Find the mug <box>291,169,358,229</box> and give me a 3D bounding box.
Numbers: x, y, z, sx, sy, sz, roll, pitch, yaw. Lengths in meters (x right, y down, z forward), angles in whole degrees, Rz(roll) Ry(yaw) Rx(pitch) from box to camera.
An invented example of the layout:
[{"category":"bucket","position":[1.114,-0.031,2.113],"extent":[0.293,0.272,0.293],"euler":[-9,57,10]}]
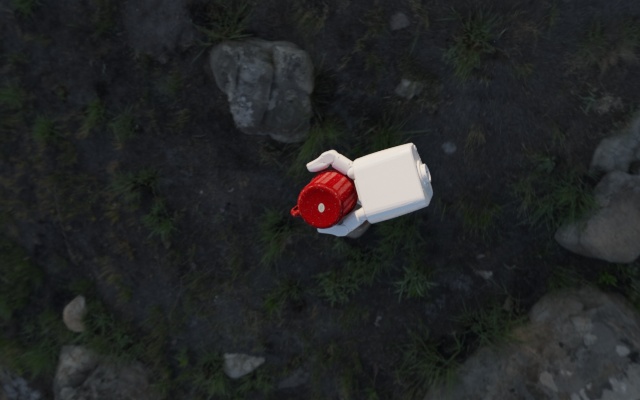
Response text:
[{"category":"mug","position":[-0.001,0.003,0.832],"extent":[0.117,0.093,0.081],"euler":[-18,11,23]}]
